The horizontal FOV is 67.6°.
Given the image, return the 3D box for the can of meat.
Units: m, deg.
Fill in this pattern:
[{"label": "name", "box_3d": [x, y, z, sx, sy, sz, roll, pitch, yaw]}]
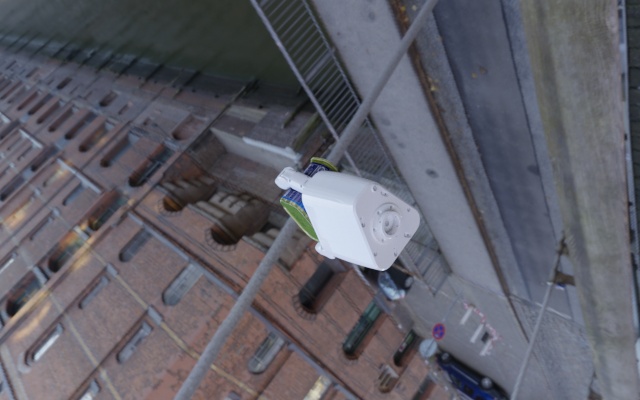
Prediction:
[{"label": "can of meat", "box_3d": [0.000, 0.002, 0.702, 0.057, 0.084, 0.102, 17, -27, 50]}]
